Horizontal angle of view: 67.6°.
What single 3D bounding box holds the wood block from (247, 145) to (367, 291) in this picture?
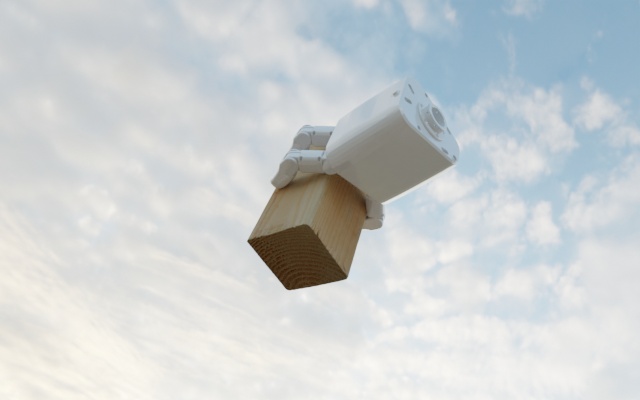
[{"bbox_3d":[0.001,0.002,0.608,0.090,0.091,0.206,-17,32,31],"label":"wood block"}]
